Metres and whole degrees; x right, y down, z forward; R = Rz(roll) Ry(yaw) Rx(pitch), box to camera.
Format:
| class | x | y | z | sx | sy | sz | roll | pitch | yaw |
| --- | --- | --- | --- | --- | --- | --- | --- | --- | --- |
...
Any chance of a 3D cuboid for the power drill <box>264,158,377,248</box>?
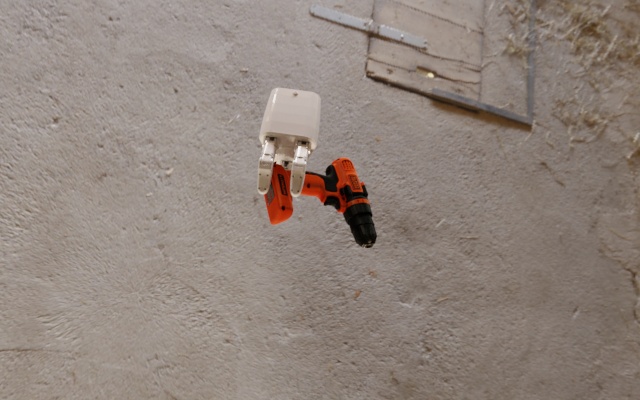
| class | x | y | z | sx | sy | sz | roll | pitch | yaw |
| --- | --- | --- | --- | --- | --- | --- | --- | --- | --- |
| power drill | 0.000 | 0.002 | 0.833 | 0.187 | 0.184 | 0.057 | 2 | -36 | -29 |
